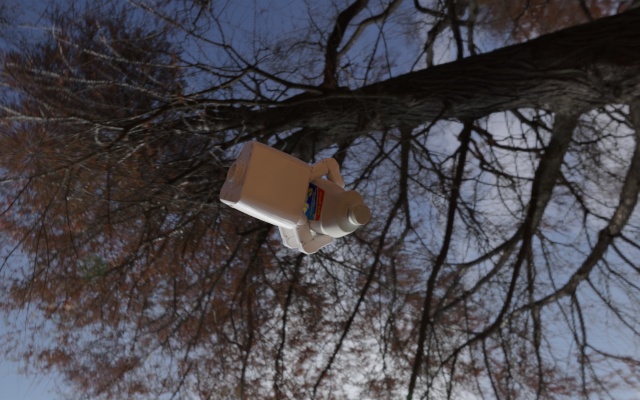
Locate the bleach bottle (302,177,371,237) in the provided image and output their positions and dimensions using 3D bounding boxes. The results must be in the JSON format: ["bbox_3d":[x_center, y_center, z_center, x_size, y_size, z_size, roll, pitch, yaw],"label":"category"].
[{"bbox_3d":[0.000,0.003,0.794,0.068,0.102,0.251,25,-8,-30],"label":"bleach bottle"}]
